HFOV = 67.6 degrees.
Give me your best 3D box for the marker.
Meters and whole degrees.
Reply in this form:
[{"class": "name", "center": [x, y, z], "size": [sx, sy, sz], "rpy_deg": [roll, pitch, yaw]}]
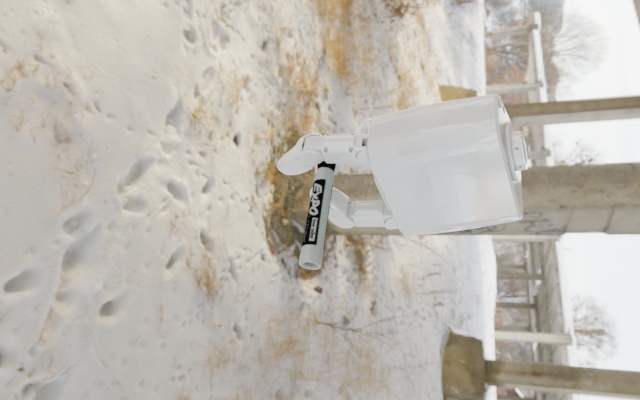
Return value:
[{"class": "marker", "center": [0.000, 0.001, 0.420], "size": [0.020, 0.121, 0.020], "rpy_deg": [7, -29, 4]}]
